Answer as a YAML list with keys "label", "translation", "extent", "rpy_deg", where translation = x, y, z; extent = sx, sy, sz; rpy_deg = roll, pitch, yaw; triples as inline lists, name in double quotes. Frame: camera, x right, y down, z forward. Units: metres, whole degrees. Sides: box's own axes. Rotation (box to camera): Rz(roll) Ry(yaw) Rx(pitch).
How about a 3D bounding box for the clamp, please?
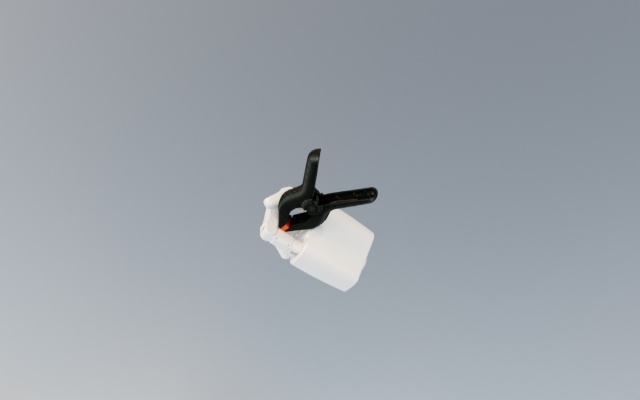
- label: "clamp"
  translation: [0.000, 0.003, 0.716]
  extent: [0.120, 0.039, 0.171]
  rpy_deg: [31, -45, -12]
